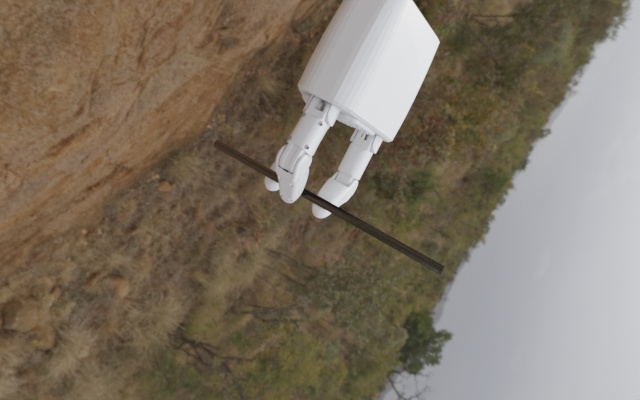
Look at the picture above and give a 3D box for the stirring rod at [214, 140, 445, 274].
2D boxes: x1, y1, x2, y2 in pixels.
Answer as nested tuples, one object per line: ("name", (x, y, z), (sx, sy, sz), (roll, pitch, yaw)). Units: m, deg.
("stirring rod", (0.000, 0.001, 0.428), (0.239, 0.011, 0.011), (29, 9, 16))
